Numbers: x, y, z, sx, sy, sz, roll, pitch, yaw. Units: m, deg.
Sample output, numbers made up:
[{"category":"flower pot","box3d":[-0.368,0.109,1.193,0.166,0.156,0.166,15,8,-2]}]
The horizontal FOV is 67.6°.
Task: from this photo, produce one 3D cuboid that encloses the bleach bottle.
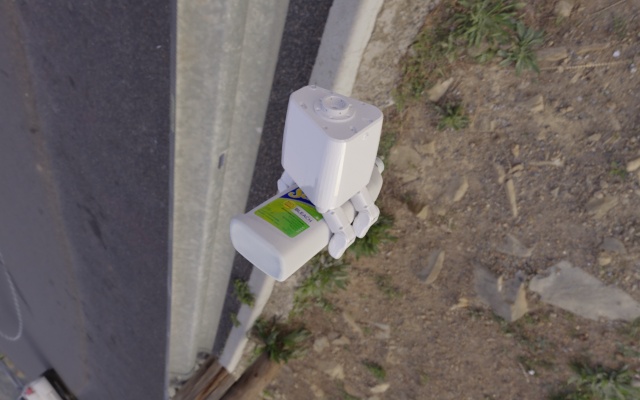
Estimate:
[{"category":"bleach bottle","box3d":[0.000,0.002,0.666,0.102,0.068,0.250,33,50,23]}]
